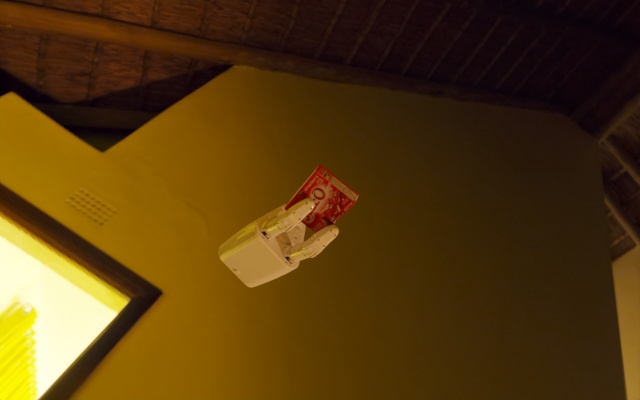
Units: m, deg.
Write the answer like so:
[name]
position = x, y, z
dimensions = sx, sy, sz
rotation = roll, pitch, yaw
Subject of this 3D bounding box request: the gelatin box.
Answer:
[gelatin box]
position = 0.000, 0.002, 0.703
dimensions = 0.089, 0.073, 0.030
rotation = -48, 8, 34
